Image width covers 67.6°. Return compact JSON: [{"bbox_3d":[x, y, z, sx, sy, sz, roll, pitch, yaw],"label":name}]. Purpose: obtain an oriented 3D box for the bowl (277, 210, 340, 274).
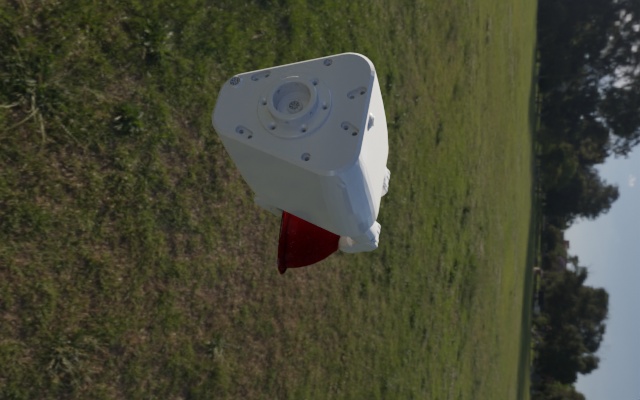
[{"bbox_3d":[0.001,0.002,0.497,0.055,0.162,0.162,11,0,3],"label":"bowl"}]
